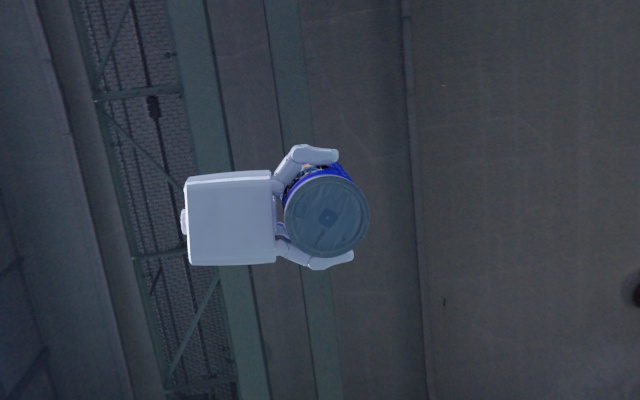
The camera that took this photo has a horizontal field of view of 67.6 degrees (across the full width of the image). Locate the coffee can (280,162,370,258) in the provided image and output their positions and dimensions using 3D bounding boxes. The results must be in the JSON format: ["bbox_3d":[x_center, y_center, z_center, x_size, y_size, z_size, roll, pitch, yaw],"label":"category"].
[{"bbox_3d":[0.000,0.002,0.629,0.103,0.103,0.140,0,16,-7],"label":"coffee can"}]
